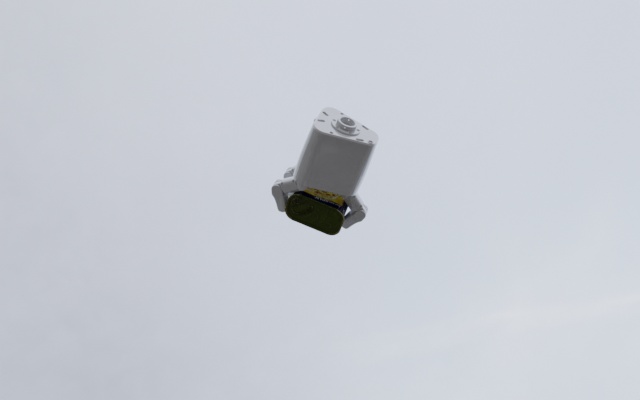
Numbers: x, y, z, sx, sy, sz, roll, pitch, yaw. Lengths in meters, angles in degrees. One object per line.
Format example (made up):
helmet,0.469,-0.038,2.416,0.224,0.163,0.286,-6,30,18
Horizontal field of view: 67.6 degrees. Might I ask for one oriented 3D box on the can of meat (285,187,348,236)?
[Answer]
can of meat,0.000,0.003,0.839,0.102,0.057,0.084,22,38,3
